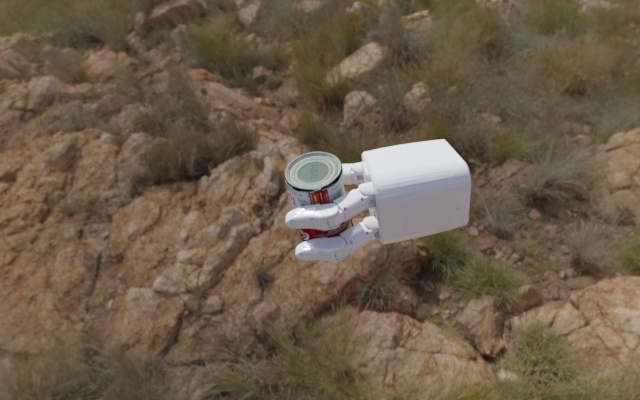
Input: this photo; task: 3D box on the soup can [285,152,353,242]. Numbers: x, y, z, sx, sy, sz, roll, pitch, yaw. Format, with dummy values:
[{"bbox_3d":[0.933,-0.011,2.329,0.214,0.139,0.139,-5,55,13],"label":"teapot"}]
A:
[{"bbox_3d":[0.000,0.002,0.565,0.068,0.102,0.068,-7,43,6],"label":"soup can"}]
